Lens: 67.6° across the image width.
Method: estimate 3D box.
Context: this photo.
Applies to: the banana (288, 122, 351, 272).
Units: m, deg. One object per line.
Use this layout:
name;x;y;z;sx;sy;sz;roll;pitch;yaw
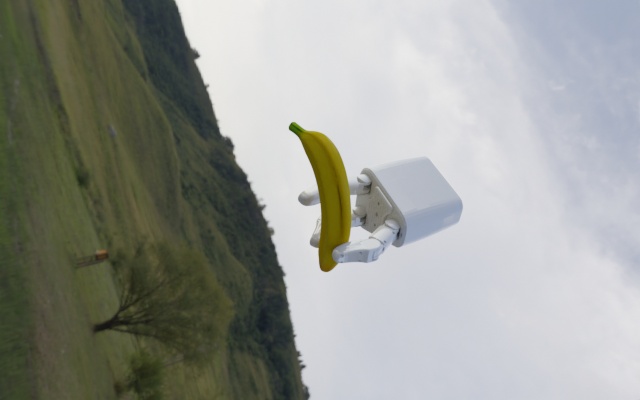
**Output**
banana;0.009;0.001;0.576;0.037;0.198;0.069;-19;17;-28
